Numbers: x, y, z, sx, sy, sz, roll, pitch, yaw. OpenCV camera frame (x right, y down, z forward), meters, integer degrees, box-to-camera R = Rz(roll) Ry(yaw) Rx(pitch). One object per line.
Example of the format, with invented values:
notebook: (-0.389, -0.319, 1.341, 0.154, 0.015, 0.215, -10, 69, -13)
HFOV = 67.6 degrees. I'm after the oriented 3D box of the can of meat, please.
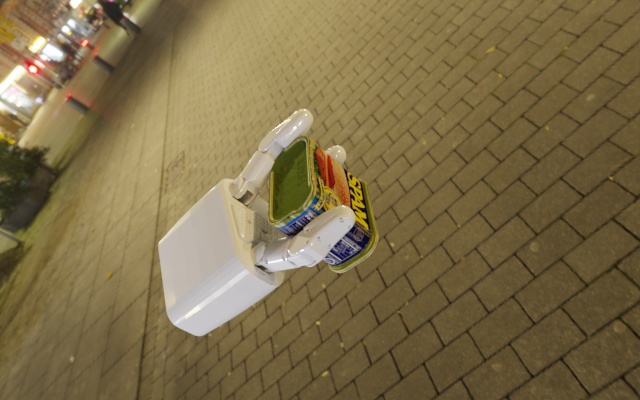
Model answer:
can of meat: (0.000, 0.001, 0.434, 0.057, 0.102, 0.084, -36, -54, 25)
